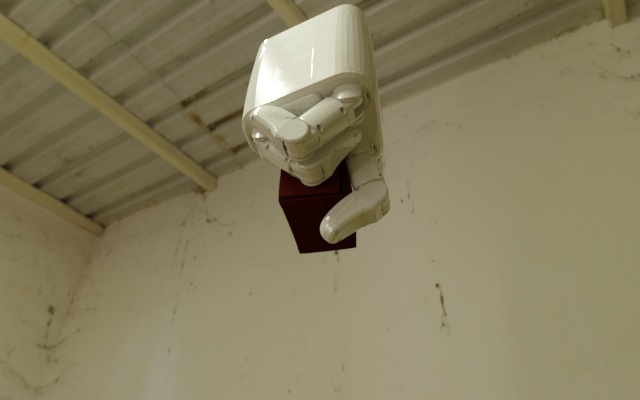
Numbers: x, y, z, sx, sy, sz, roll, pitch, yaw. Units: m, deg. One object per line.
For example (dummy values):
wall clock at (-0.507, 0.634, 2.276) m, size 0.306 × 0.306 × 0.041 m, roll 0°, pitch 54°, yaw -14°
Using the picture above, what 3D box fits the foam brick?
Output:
foam brick at (0.000, 0.002, 0.402) m, size 0.053 × 0.051 × 0.078 m, roll -6°, pitch -39°, yaw 8°
